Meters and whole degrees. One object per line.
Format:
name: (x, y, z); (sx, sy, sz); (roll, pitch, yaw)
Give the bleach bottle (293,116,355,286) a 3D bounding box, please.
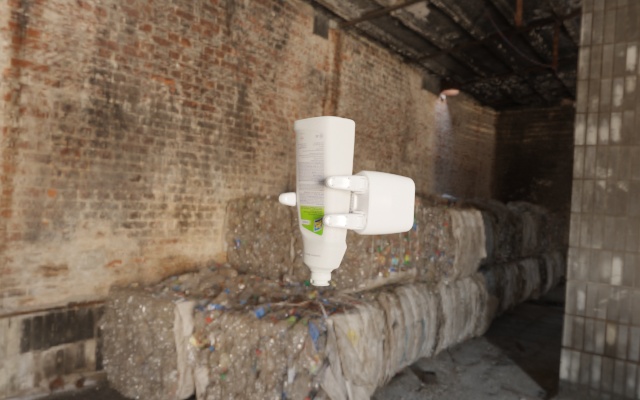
bleach bottle: (0.000, 0.002, 0.736); (0.068, 0.251, 0.102); (2, 1, -38)
